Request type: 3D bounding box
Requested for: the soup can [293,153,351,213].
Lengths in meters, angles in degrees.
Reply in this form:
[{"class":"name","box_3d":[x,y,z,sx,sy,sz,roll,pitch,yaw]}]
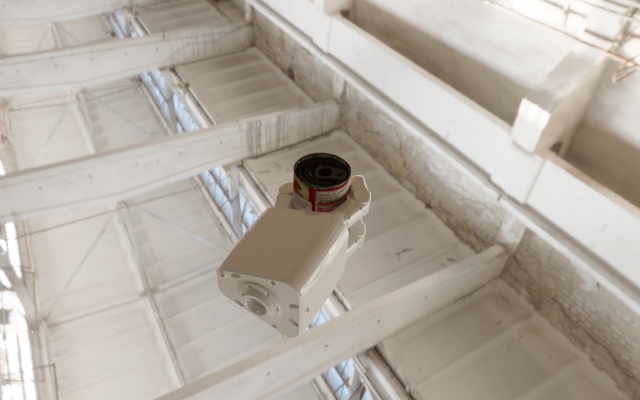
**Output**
[{"class":"soup can","box_3d":[0.000,0.002,0.590,0.068,0.102,0.068,2,41,-2]}]
